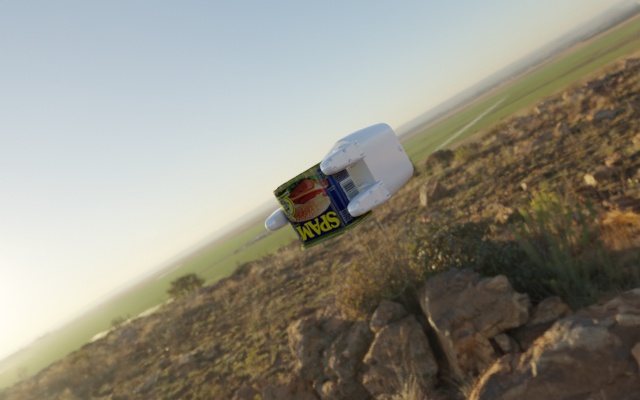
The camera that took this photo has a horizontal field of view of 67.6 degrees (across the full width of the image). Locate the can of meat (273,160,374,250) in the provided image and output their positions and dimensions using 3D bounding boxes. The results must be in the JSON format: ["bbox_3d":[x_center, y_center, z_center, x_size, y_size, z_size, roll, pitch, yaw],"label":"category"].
[{"bbox_3d":[0.000,0.002,0.574,0.102,0.084,0.057,-26,4,43],"label":"can of meat"}]
